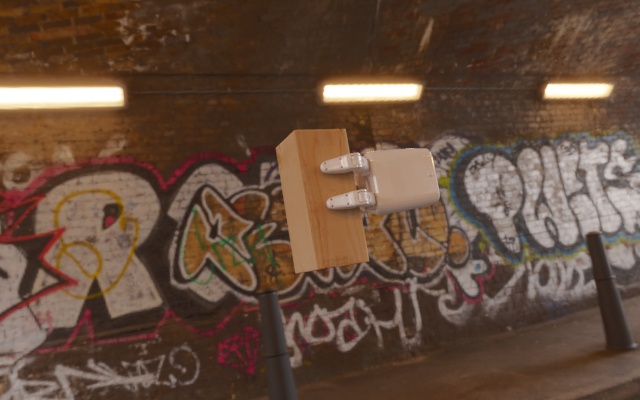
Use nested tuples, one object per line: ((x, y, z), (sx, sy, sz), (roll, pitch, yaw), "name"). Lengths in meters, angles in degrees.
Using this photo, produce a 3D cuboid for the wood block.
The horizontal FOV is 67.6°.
((0.000, 0.002, 0.741), (0.090, 0.206, 0.091), (-6, -10, -24), "wood block")
